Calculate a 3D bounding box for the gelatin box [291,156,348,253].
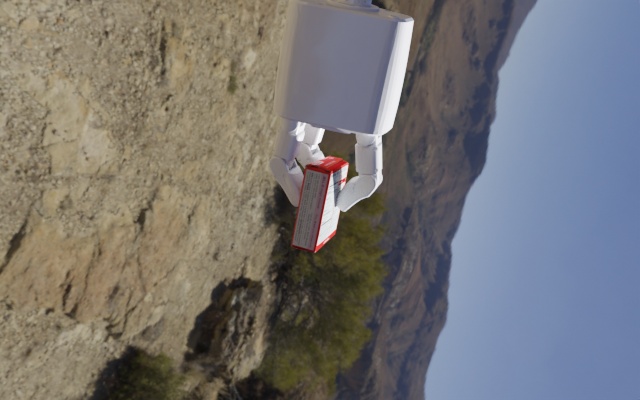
[{"bbox_3d":[0.000,0.002,0.505,0.030,0.089,0.073,14,16,14],"label":"gelatin box"}]
